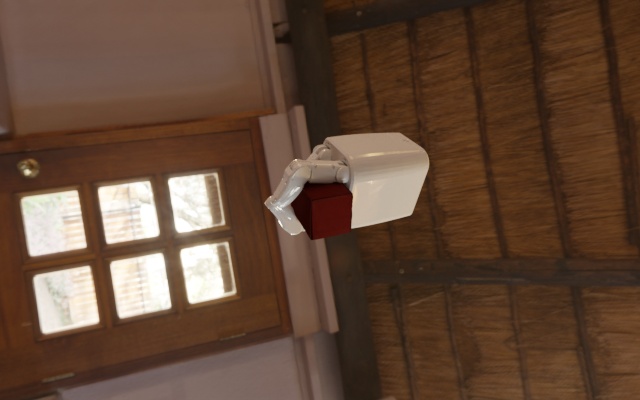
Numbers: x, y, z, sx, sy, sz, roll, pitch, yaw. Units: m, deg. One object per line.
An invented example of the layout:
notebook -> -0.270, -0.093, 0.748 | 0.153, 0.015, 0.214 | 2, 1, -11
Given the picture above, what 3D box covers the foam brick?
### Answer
foam brick -> 0.000, 0.002, 0.562 | 0.051, 0.053, 0.078 | -8, 30, -18
